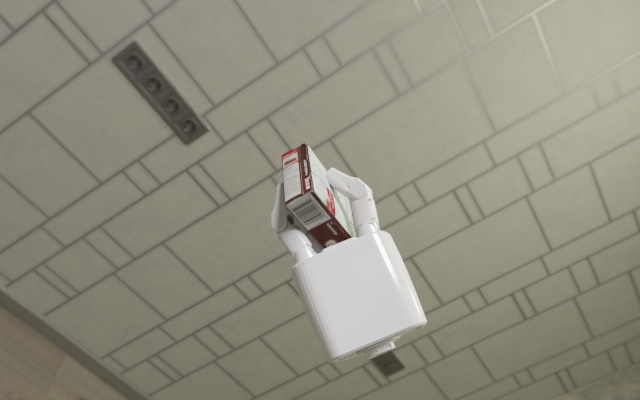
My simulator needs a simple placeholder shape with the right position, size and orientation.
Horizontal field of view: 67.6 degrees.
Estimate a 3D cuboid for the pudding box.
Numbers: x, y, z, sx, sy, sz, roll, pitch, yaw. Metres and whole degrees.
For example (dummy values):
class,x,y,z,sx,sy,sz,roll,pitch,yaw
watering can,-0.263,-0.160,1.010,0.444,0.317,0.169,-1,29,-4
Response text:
class,x,y,z,sx,sy,sz,roll,pitch,yaw
pudding box,0.000,0.002,0.560,0.039,0.090,0.113,-26,-50,14
